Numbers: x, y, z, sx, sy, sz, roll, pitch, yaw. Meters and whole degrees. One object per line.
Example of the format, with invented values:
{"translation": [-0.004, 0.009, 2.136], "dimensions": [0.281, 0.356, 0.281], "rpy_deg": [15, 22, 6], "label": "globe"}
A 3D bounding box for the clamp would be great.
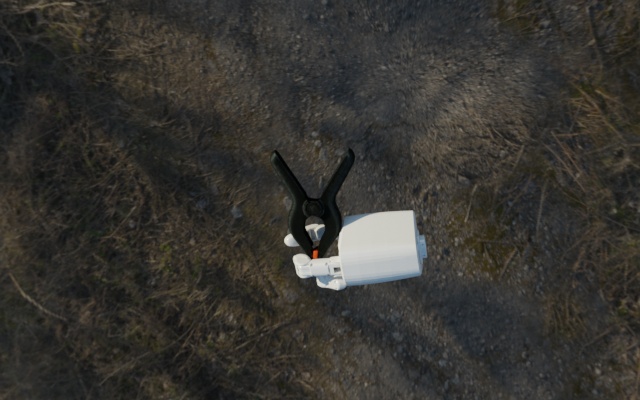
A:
{"translation": [0.000, 0.003, 0.690], "dimensions": [0.120, 0.171, 0.039], "rpy_deg": [-8, 13, 13], "label": "clamp"}
